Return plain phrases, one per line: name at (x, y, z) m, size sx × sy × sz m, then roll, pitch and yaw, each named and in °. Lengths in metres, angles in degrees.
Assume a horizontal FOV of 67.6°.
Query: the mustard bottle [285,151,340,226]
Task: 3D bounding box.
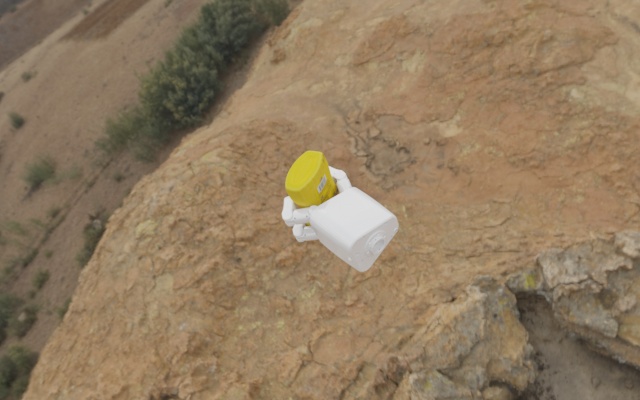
mustard bottle at (0.000, 0.003, 0.899) m, size 0.058 × 0.096 × 0.192 m, roll 9°, pitch -33°, yaw 29°
